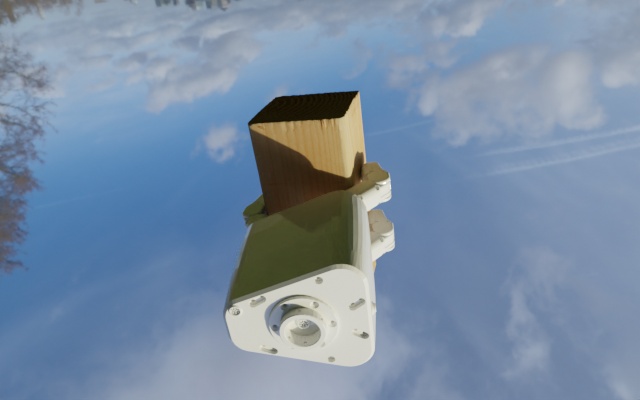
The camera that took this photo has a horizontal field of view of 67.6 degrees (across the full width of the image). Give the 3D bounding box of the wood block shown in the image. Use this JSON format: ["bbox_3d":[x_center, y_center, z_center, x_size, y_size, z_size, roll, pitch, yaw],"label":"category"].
[{"bbox_3d":[0.000,0.002,0.494,0.091,0.206,0.090,0,28,15],"label":"wood block"}]
